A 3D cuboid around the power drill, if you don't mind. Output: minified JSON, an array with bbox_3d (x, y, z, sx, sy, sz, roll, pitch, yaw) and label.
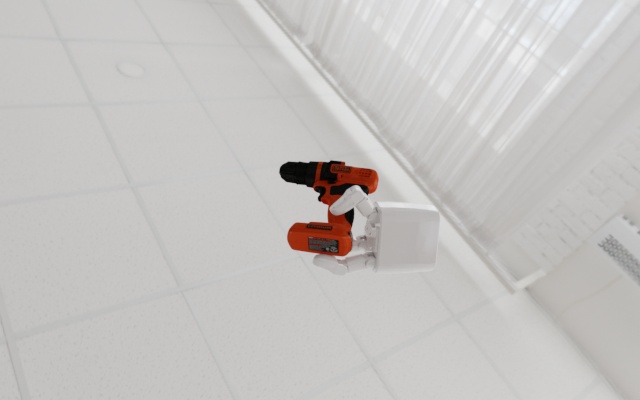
[{"bbox_3d":[0.000,0.003,0.828,0.184,0.187,0.057,6,-42,11],"label":"power drill"}]
